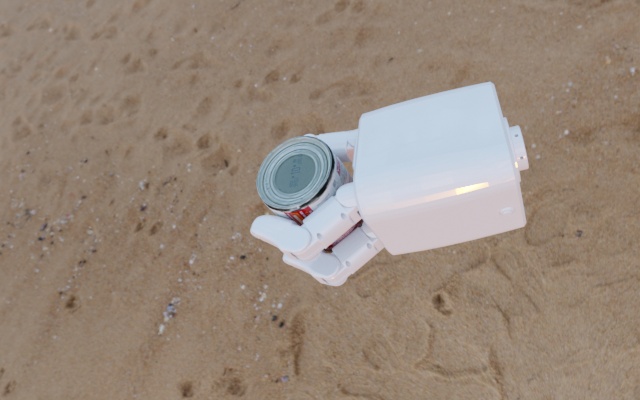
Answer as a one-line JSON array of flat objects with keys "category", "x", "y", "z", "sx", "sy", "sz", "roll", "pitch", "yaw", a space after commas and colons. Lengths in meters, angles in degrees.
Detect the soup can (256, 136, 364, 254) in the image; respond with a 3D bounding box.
[{"category": "soup can", "x": -0.001, "y": 0.001, "z": 0.402, "sx": 0.068, "sy": 0.068, "sz": 0.102, "roll": 0, "pitch": -28, "yaw": 28}]
